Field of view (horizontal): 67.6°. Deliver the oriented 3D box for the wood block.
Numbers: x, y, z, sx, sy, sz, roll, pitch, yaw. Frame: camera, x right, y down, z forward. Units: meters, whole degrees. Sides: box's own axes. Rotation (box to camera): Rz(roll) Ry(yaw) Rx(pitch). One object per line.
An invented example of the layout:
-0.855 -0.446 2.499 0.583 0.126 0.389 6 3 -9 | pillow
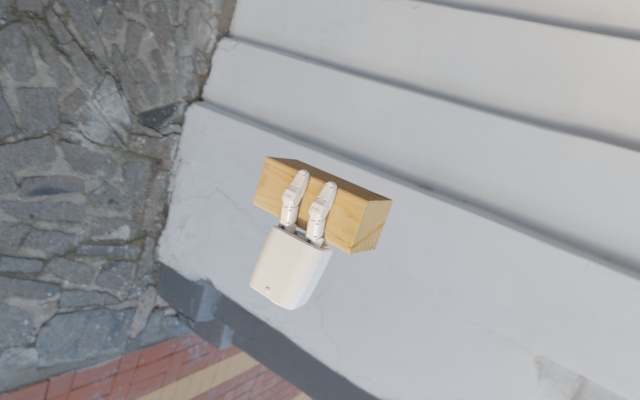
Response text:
0.000 0.003 0.794 0.206 0.090 0.091 25 13 30 | wood block
